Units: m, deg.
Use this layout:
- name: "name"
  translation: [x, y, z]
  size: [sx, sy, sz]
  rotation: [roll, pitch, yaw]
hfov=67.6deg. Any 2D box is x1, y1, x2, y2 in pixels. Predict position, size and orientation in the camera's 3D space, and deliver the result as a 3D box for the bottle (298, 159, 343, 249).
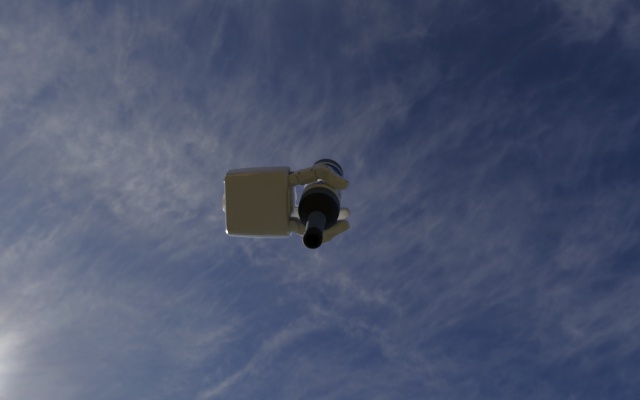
- name: "bottle"
  translation: [0.000, 0.002, 0.792]
  size: [0.069, 0.069, 0.295]
  rotation: [0, 21, 5]
